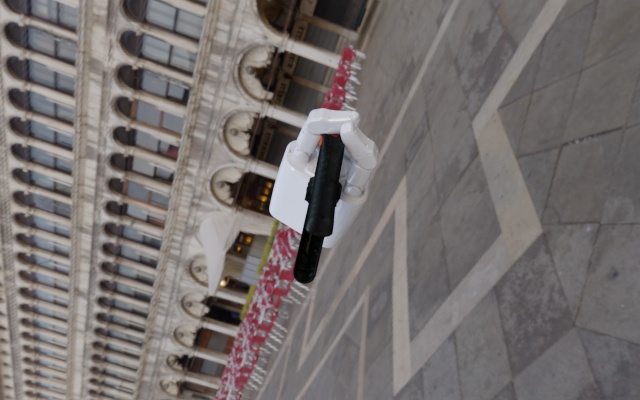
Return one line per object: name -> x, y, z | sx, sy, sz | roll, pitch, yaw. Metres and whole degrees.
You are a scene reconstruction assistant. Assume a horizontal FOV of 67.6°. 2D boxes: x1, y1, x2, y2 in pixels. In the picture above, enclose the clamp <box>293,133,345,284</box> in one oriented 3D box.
clamp -> 0.000, 0.001, 0.511 | 0.039, 0.171, 0.120 | 19, -43, -6
